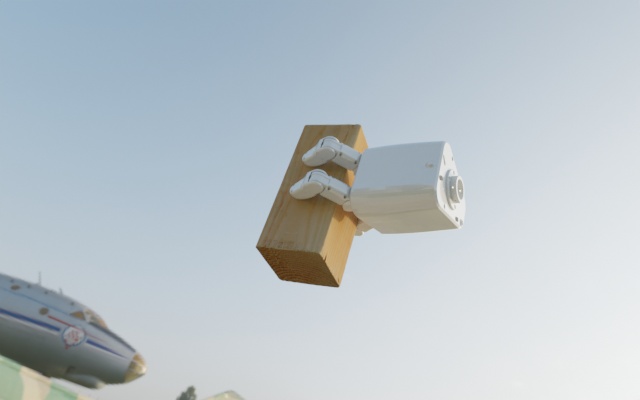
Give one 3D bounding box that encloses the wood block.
[{"bbox_3d":[0.001,0.002,0.648,0.090,0.206,0.091,3,-36,24],"label":"wood block"}]
